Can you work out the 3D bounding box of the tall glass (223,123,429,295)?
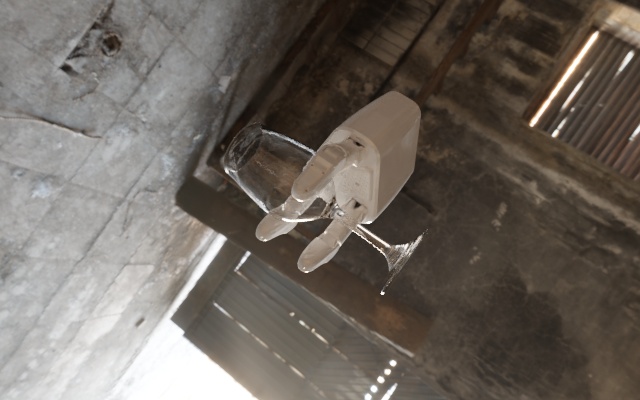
[{"bbox_3d":[0.001,0.002,0.465,0.201,0.079,0.079,35,10,14],"label":"tall glass"}]
